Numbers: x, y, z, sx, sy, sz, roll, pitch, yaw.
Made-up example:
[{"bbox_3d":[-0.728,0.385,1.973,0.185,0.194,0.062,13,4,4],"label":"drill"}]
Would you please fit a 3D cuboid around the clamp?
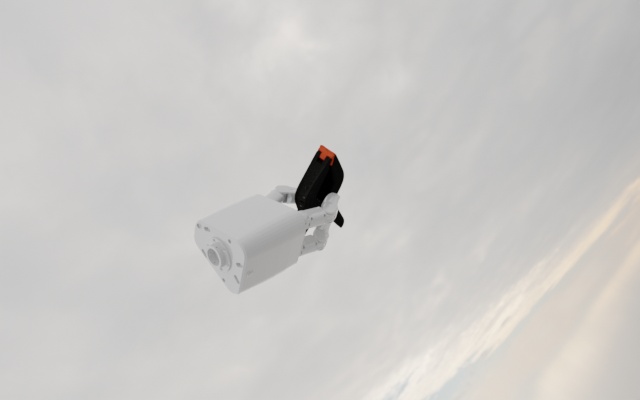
[{"bbox_3d":[-0.001,0.002,0.750,0.036,0.210,0.164,36,40,25],"label":"clamp"}]
